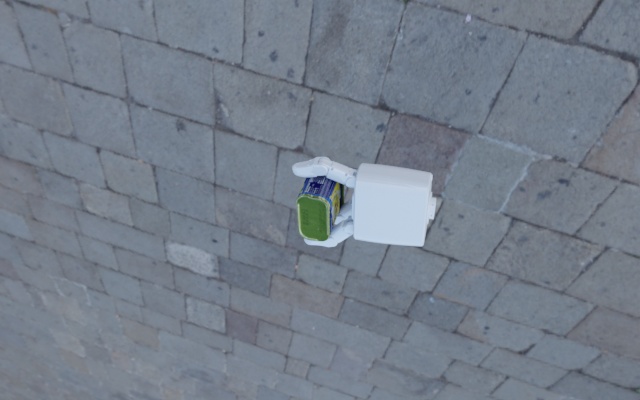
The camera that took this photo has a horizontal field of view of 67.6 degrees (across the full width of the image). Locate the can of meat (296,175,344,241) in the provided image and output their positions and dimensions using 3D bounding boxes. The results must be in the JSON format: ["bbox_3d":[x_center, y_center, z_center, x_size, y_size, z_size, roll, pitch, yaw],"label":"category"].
[{"bbox_3d":[0.000,0.003,0.748,0.057,0.102,0.084,10,45,12],"label":"can of meat"}]
